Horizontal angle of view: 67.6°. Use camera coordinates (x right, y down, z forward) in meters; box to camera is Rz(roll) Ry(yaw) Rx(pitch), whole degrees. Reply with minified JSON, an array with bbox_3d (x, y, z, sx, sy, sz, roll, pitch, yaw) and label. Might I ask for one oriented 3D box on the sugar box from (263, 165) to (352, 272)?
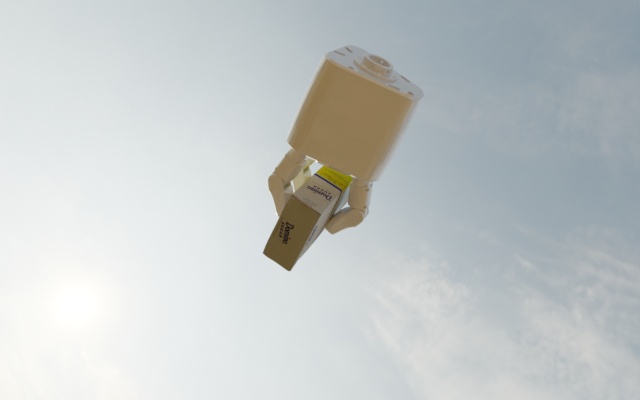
[{"bbox_3d":[0.000,0.001,0.586,0.048,0.093,0.176,34,33,9],"label":"sugar box"}]
